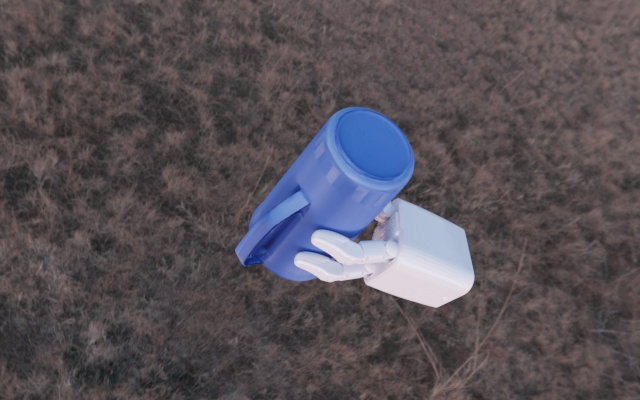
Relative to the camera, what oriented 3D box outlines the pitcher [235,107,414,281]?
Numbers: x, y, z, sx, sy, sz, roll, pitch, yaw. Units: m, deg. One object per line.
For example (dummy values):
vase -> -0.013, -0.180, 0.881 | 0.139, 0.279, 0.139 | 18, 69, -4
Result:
pitcher -> 0.000, 0.002, 0.587 | 0.145, 0.149, 0.243 | 22, -36, -14
